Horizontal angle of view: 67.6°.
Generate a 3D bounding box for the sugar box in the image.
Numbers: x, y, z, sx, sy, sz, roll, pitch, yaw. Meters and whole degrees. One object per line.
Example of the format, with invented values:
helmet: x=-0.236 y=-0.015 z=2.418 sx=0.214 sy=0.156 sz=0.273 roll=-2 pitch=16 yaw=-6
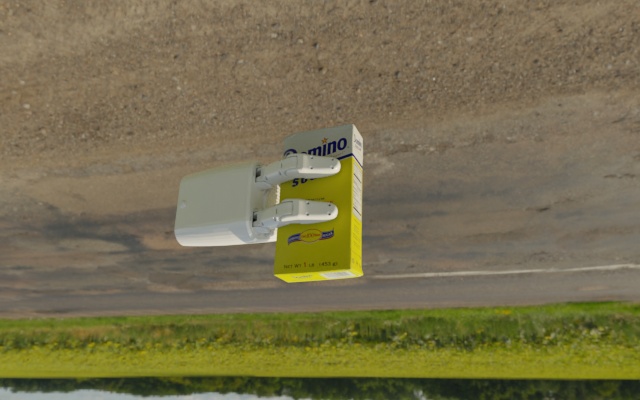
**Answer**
sugar box: x=0.000 y=0.002 z=0.551 sx=0.093 sy=0.176 sz=0.048 roll=-7 pitch=-22 yaw=21
